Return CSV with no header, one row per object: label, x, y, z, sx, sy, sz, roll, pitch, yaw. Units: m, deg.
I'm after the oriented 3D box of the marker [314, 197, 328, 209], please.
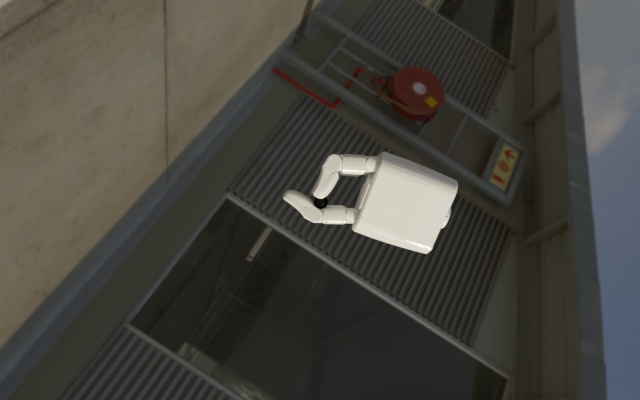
marker,0.000,0.002,0.675,0.020,0.020,0.121,0,-1,-1
